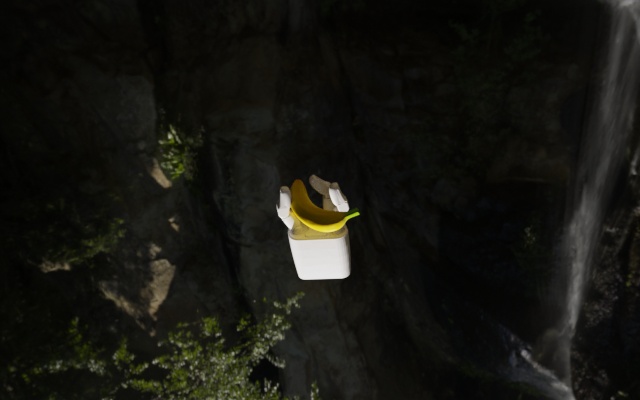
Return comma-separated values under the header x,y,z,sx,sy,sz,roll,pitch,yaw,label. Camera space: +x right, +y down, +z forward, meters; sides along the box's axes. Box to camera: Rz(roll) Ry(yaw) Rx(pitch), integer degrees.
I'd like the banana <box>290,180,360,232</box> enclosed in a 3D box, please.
x,y,z,sx,sy,sz,roll,pitch,yaw,label
-0.013,0.013,0.854,0.069,0.037,0.197,-33,35,-22,banana
